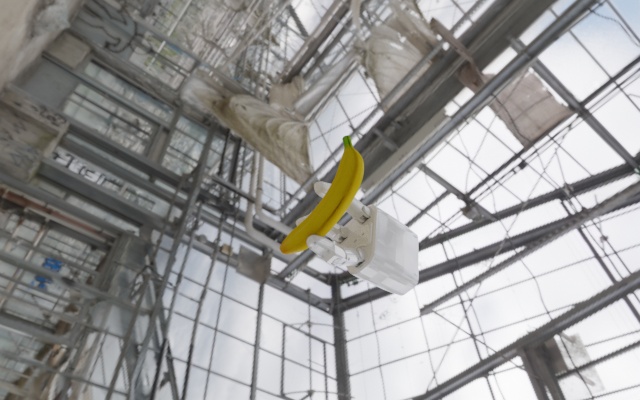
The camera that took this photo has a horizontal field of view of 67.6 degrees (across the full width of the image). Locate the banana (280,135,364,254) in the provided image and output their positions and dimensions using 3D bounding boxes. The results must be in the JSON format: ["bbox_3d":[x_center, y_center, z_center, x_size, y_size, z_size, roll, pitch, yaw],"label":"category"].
[{"bbox_3d":[0.009,0.006,0.677,0.037,0.198,0.069,28,8,-30],"label":"banana"}]
